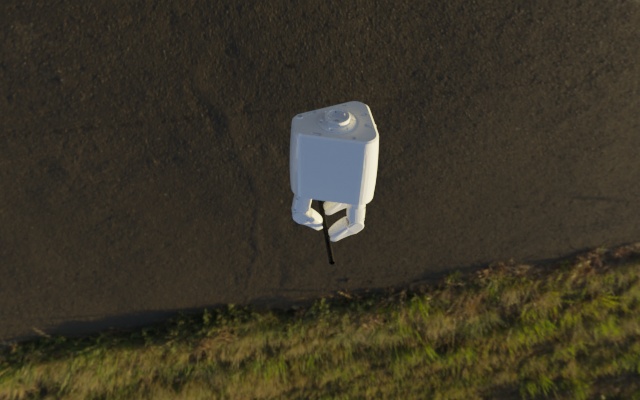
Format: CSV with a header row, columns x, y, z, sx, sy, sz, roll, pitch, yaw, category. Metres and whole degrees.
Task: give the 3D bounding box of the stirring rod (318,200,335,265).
x,y,z,sx,sy,sz,roll,pitch,yaw,category
0.000,0.002,0.751,0.011,0.239,0.011,-5,-44,-5,stirring rod
